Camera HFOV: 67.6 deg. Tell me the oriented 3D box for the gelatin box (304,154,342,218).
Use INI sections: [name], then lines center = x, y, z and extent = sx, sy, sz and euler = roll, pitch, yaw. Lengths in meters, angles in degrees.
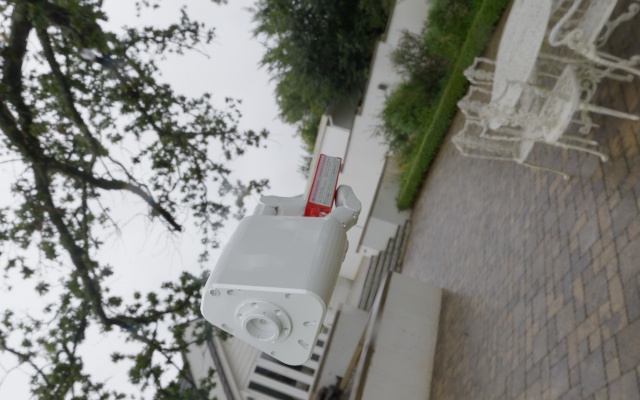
[gelatin box]
center = 0.000, 0.001, 0.555
extent = 0.030, 0.089, 0.073
euler = 13, -45, -1
